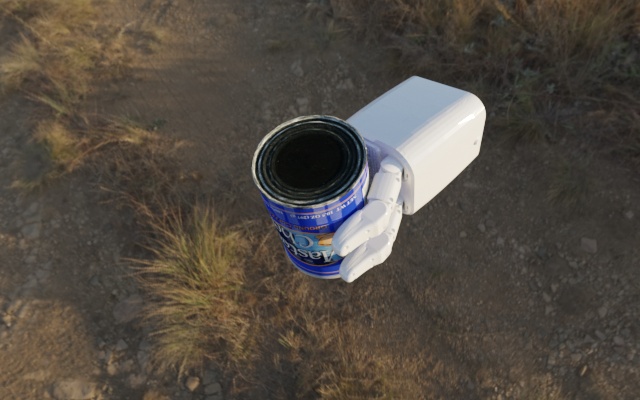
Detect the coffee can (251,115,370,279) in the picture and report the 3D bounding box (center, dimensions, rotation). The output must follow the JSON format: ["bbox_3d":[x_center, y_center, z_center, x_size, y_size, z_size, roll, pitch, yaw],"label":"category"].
[{"bbox_3d":[0.000,0.002,0.470,0.103,0.102,0.140,0,-33,10],"label":"coffee can"}]
